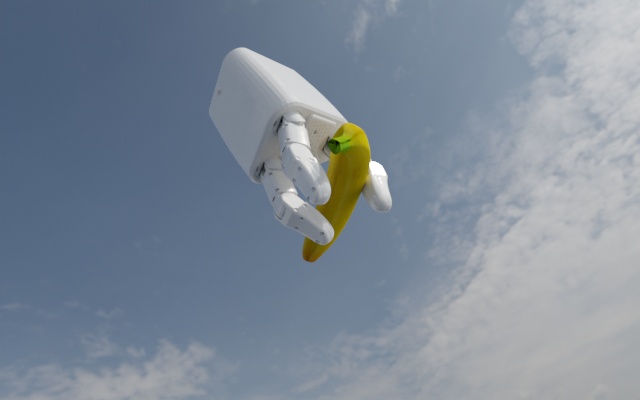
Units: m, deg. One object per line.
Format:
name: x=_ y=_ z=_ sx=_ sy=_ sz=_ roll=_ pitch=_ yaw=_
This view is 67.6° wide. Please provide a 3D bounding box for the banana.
banana: x=0.014 y=-0.010 z=0.461 sx=0.069 sy=0.037 sz=0.198 roll=-37 pitch=-24 yaw=-28
